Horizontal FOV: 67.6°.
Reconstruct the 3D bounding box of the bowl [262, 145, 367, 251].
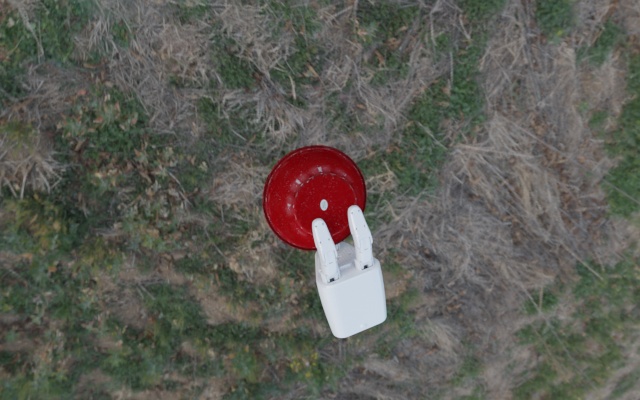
[{"bbox_3d":[0.000,0.001,0.690,0.162,0.162,0.055,0,11,-16],"label":"bowl"}]
